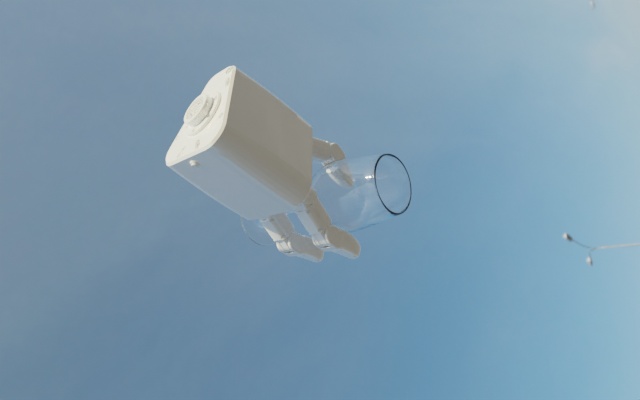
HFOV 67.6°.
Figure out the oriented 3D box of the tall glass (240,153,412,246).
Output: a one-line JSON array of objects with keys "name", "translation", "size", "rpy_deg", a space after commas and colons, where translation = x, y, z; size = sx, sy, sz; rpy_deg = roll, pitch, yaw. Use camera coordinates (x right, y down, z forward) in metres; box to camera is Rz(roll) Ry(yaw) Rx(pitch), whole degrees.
[{"name": "tall glass", "translation": [0.000, 0.002, 0.532], "size": [0.201, 0.079, 0.079], "rpy_deg": [-14, -9, 42]}]
